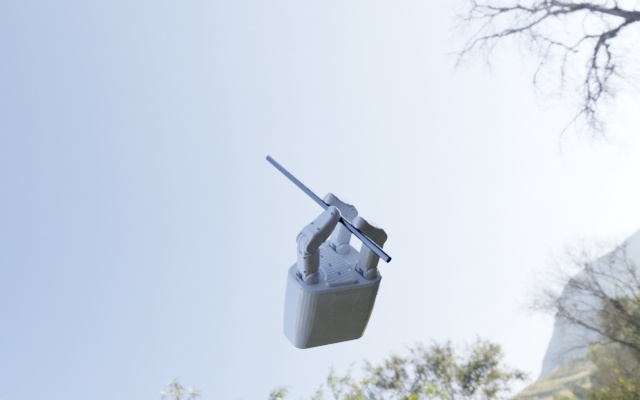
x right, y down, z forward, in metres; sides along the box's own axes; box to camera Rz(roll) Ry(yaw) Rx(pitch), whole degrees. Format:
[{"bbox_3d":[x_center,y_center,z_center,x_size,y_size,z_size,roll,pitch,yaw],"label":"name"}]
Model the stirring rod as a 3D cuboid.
[{"bbox_3d":[0.000,0.002,0.568,0.011,0.011,0.239,0,30,-43],"label":"stirring rod"}]
